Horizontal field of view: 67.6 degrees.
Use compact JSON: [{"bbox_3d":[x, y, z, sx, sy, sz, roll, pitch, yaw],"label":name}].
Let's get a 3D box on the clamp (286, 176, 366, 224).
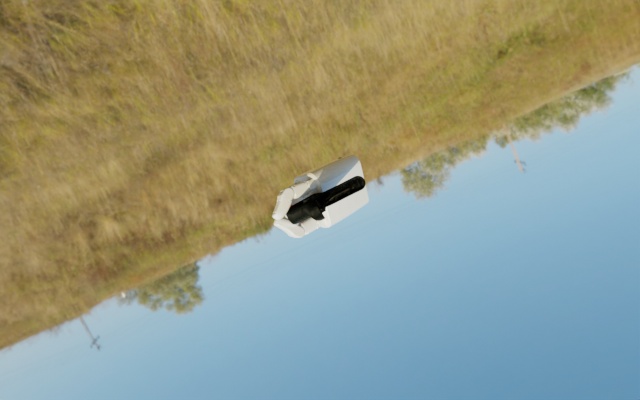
[{"bbox_3d":[0.000,0.003,0.822,0.120,0.039,0.171,-28,9,-27],"label":"clamp"}]
